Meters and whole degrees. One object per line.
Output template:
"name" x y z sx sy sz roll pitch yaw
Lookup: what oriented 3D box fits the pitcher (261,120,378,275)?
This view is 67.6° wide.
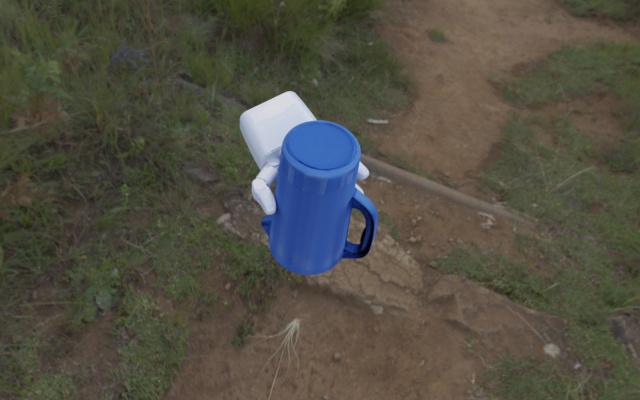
"pitcher" 0.000 0.002 0.729 0.149 0.145 0.243 -18 -33 -20
